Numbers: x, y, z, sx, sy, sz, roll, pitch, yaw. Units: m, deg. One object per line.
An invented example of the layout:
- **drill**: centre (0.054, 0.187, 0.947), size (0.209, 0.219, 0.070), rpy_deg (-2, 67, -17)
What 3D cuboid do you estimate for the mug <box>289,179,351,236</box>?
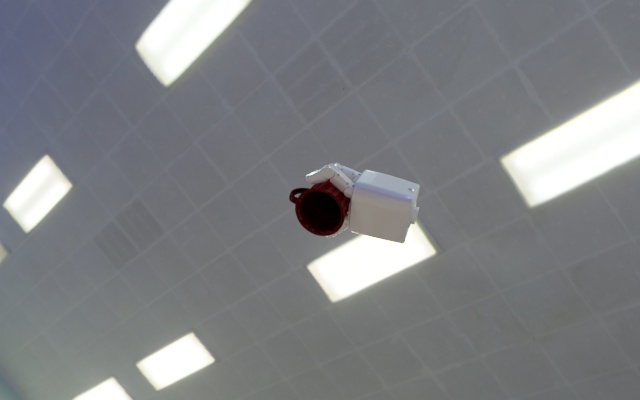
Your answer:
- **mug**: centre (-0.001, 0.002, 0.879), size (0.117, 0.093, 0.081), rpy_deg (15, 28, 14)
